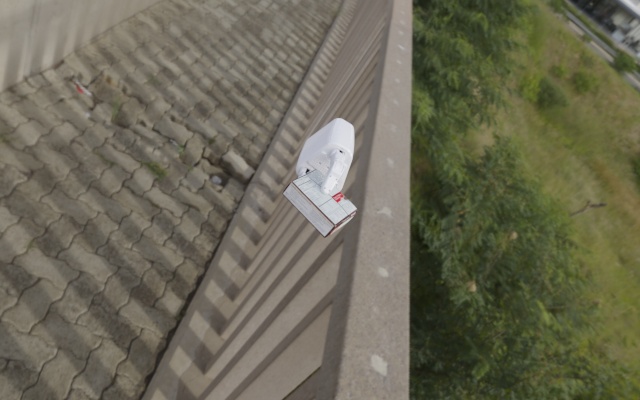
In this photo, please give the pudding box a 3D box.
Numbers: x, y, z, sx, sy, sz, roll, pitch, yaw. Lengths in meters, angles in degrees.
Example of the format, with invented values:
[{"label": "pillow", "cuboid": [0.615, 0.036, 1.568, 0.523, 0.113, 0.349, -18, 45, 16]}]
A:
[{"label": "pudding box", "cuboid": [0.000, 0.003, 0.845, 0.090, 0.113, 0.039, -31, -18, -54]}]
